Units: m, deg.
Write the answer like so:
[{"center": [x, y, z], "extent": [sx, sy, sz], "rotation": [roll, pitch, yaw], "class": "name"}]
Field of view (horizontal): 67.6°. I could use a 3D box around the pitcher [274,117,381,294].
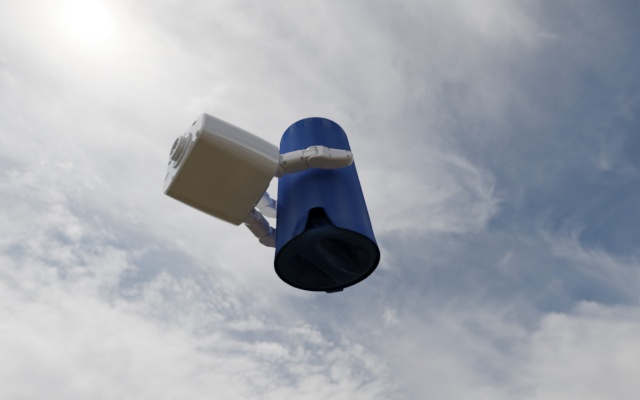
[{"center": [0.000, 0.002, 0.677], "extent": [0.145, 0.242, 0.149], "rotation": [23, -50, -27], "class": "pitcher"}]
